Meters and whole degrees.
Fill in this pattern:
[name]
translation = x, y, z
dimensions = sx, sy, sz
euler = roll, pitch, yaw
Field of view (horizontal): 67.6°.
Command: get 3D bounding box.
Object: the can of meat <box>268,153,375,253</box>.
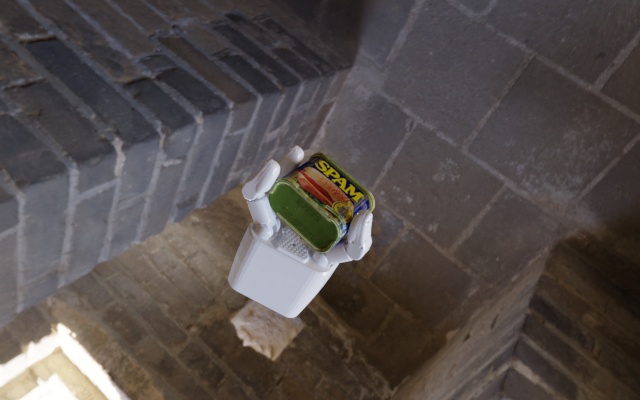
[can of meat]
translation = 0.000, 0.002, 0.560
dimensions = 0.084, 0.102, 0.057
euler = -38, -13, -49
